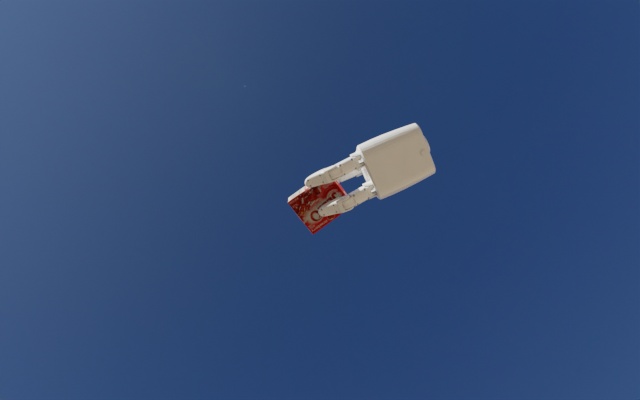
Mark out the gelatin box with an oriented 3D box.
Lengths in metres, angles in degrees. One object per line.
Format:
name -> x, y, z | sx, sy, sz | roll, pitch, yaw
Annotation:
gelatin box -> 0.000, 0.003, 0.818 | 0.089, 0.073, 0.030 | -35, 14, 10
